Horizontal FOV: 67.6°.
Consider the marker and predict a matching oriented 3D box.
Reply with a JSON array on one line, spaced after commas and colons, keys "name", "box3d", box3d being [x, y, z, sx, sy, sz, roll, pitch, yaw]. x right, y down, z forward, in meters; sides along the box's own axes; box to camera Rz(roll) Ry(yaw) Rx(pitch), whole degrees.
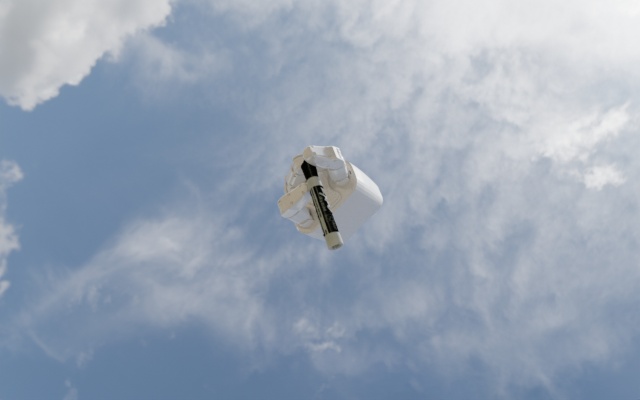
[{"name": "marker", "box3d": [0.000, 0.002, 0.572, 0.020, 0.121, 0.020, -15, -26, -8]}]
